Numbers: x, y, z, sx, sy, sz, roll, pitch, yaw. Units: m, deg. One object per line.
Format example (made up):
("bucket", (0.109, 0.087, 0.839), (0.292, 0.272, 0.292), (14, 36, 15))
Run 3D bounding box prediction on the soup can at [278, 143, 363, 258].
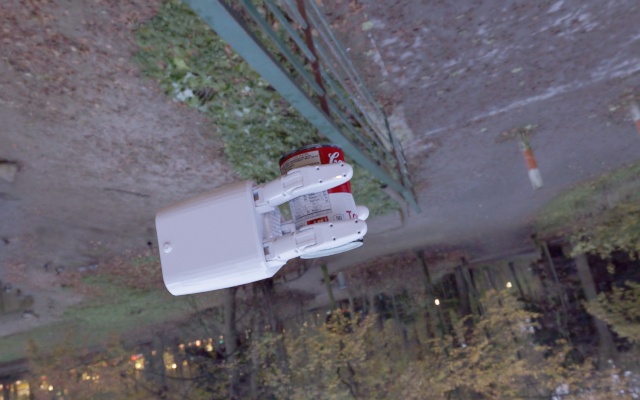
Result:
("soup can", (0.001, 0.002, 0.485), (0.068, 0.102, 0.068), (-12, -13, -3))
